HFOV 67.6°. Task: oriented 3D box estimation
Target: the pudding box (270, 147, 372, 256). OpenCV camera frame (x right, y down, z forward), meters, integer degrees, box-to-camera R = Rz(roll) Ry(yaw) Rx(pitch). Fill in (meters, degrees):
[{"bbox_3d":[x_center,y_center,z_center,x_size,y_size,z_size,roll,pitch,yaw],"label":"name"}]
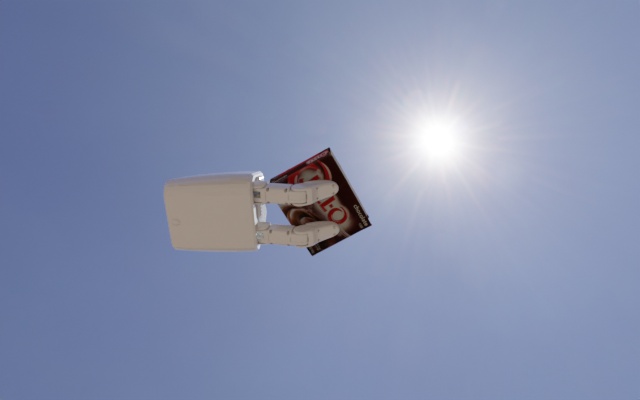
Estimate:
[{"bbox_3d":[0.000,0.002,0.610,0.090,0.113,0.039,-28,21,11],"label":"pudding box"}]
